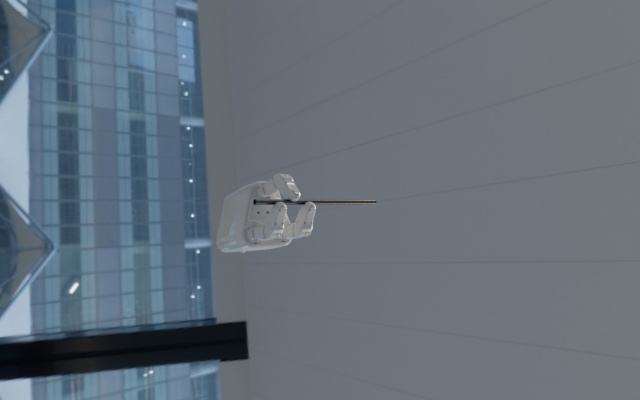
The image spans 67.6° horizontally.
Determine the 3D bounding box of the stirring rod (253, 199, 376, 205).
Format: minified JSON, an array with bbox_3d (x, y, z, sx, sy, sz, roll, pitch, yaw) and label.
[{"bbox_3d":[0.000,0.002,0.760,0.239,0.011,0.011,0,0,-38],"label":"stirring rod"}]
